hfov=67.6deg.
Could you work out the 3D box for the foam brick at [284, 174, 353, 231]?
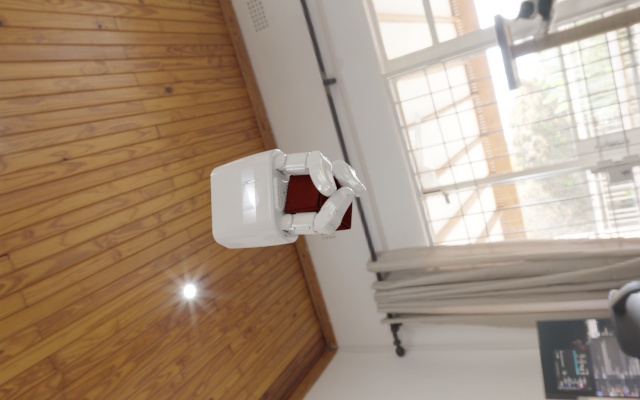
[{"bbox_3d":[0.000,0.002,0.604,0.051,0.053,0.078,-10,-29,31],"label":"foam brick"}]
